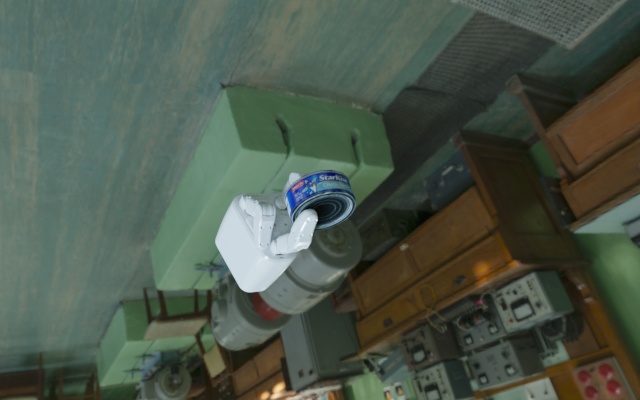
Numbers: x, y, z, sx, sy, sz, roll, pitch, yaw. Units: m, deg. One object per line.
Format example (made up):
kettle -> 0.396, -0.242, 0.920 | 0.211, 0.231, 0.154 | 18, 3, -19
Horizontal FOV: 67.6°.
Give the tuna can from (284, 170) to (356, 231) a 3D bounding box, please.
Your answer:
tuna can -> 0.000, 0.002, 0.596 | 0.086, 0.033, 0.086 | -13, -33, -9
